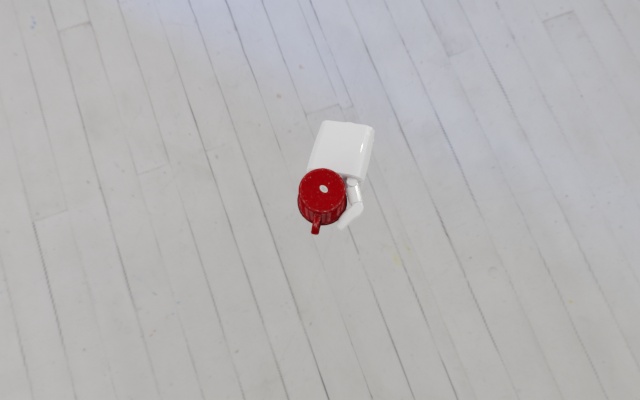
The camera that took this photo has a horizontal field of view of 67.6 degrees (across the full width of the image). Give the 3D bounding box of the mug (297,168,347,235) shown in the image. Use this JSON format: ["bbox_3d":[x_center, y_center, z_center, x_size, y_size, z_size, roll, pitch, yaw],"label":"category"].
[{"bbox_3d":[0.000,0.004,0.841,0.093,0.117,0.081,14,-13,4],"label":"mug"}]
